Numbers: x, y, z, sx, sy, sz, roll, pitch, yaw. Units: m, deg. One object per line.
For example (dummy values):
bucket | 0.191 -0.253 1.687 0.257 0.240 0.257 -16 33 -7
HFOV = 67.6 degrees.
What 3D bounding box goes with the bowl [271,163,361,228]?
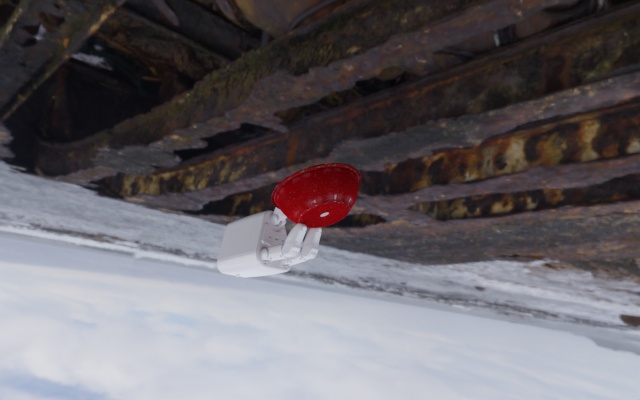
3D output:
bowl | 0.001 0.002 0.819 0.162 0.055 0.162 -13 -27 -7
